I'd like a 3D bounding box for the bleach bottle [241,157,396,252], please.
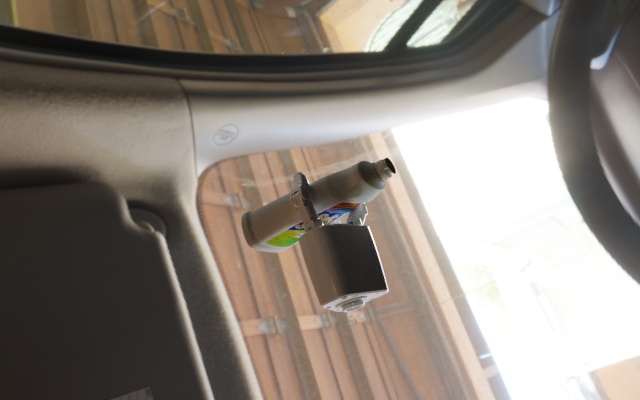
[{"bbox_3d":[0.000,0.002,0.747,0.251,0.068,0.102,-29,-25,26],"label":"bleach bottle"}]
